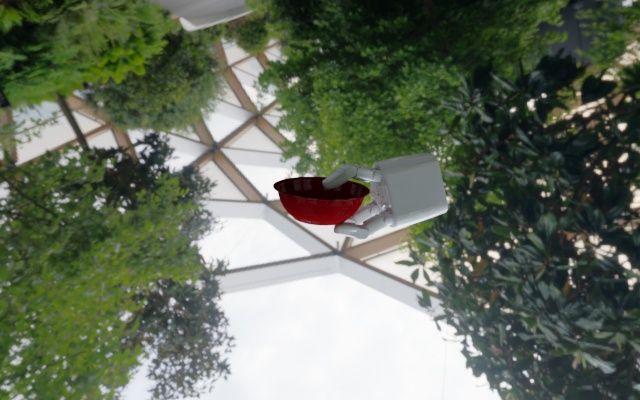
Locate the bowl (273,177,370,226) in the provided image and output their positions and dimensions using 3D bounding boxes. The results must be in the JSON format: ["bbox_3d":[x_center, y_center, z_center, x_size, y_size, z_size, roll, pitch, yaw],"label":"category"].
[{"bbox_3d":[-0.001,0.003,0.799,0.162,0.055,0.162,4,15,-1],"label":"bowl"}]
